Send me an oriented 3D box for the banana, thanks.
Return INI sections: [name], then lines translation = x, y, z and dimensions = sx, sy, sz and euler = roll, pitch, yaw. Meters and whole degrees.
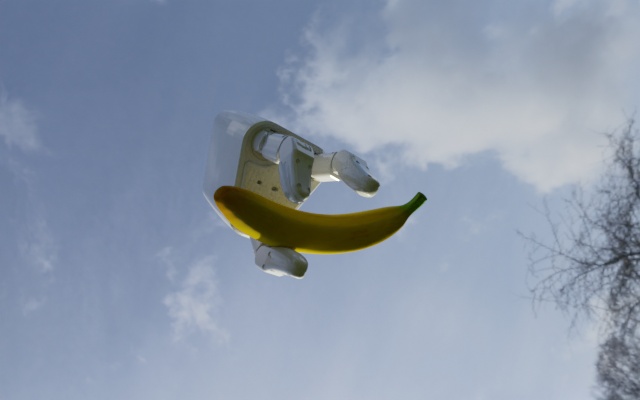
[banana]
translation = -0.001, 0.018, 0.425
dimensions = 0.198, 0.070, 0.037
euler = 0, 28, -26
